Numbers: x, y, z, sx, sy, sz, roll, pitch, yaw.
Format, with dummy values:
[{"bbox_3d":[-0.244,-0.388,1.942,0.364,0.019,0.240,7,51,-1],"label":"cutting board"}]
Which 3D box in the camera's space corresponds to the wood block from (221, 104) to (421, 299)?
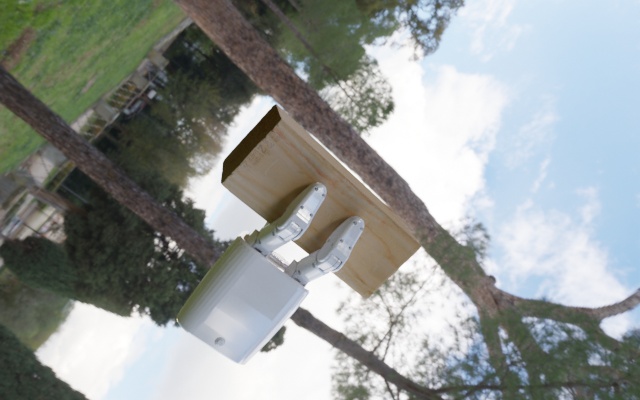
[{"bbox_3d":[0.000,0.002,0.526,0.206,0.090,0.090,41,9,-21],"label":"wood block"}]
